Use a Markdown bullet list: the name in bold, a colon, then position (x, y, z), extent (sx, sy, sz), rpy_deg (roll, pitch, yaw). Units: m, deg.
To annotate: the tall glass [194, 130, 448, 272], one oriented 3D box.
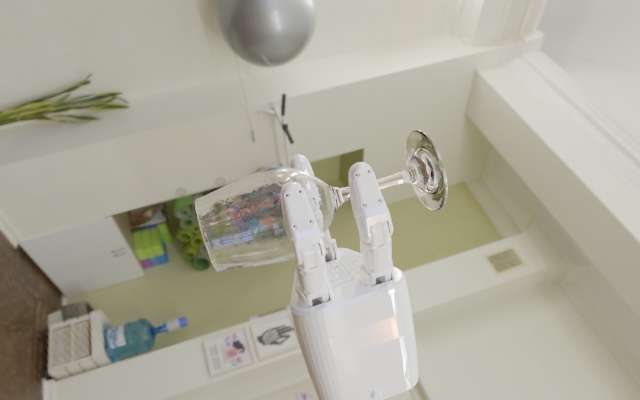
- **tall glass**: position (0.001, 0.001, 0.406), extent (0.201, 0.079, 0.079), rpy_deg (-16, 3, -11)
